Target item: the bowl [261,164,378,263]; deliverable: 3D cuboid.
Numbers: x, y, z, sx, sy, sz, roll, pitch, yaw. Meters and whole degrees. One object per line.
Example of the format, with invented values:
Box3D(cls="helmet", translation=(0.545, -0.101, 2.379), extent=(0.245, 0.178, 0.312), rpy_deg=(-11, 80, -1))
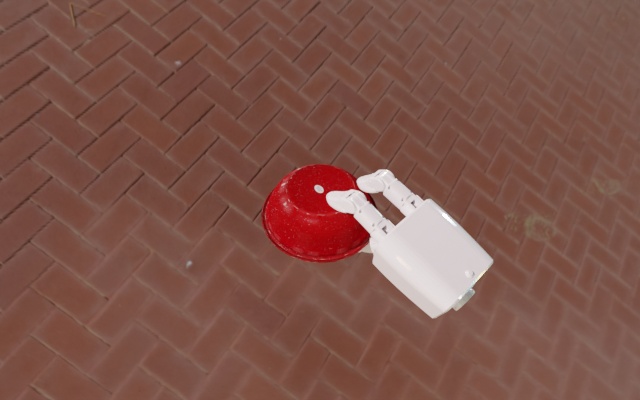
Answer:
Box3D(cls="bowl", translation=(-0.001, 0.001, 0.642), extent=(0.162, 0.162, 0.055), rpy_deg=(0, -41, -1))
